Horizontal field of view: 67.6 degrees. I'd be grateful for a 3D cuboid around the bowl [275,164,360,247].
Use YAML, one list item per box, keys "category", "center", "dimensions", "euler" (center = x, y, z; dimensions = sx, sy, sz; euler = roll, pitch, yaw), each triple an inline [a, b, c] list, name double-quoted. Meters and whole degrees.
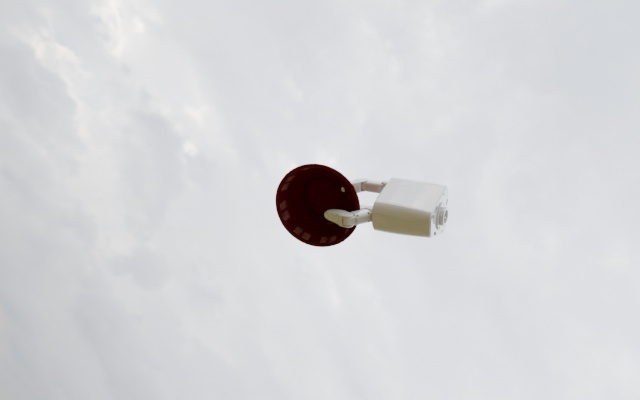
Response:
- category: "bowl"
  center: [-0.001, 0.002, 0.890]
  dimensions: [0.162, 0.162, 0.055]
  euler: [0, 20, 17]
